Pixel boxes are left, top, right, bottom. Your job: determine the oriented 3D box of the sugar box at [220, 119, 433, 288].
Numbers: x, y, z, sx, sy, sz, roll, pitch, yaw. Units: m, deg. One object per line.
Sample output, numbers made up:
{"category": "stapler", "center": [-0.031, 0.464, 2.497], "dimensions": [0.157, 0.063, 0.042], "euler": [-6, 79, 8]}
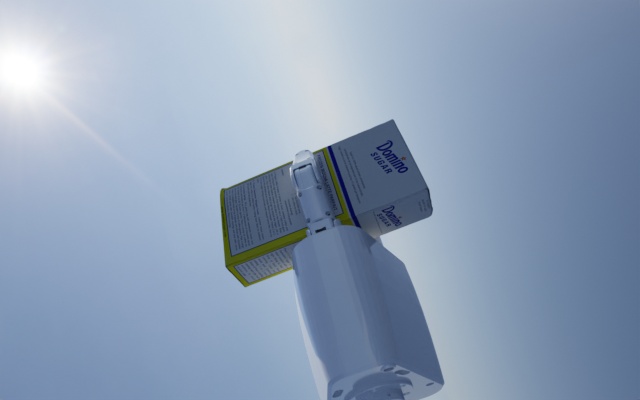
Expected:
{"category": "sugar box", "center": [0.000, 0.002, 0.423], "dimensions": [0.176, 0.093, 0.048], "euler": [-19, -41, 5]}
